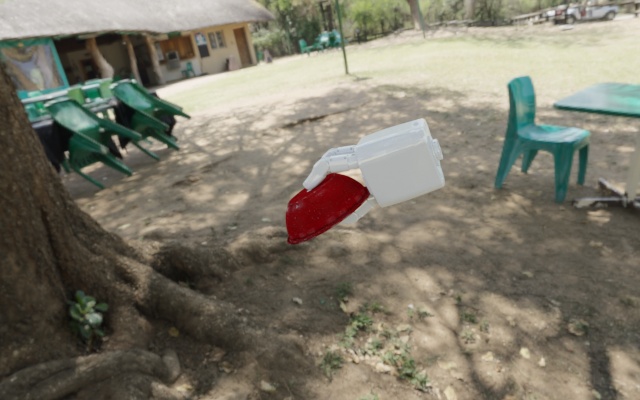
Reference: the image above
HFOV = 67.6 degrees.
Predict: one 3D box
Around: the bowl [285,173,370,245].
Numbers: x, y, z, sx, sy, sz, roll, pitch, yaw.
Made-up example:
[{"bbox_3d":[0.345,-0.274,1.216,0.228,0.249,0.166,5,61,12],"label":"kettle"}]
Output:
[{"bbox_3d":[-0.001,0.003,0.770,0.162,0.055,0.162,-32,11,7],"label":"bowl"}]
